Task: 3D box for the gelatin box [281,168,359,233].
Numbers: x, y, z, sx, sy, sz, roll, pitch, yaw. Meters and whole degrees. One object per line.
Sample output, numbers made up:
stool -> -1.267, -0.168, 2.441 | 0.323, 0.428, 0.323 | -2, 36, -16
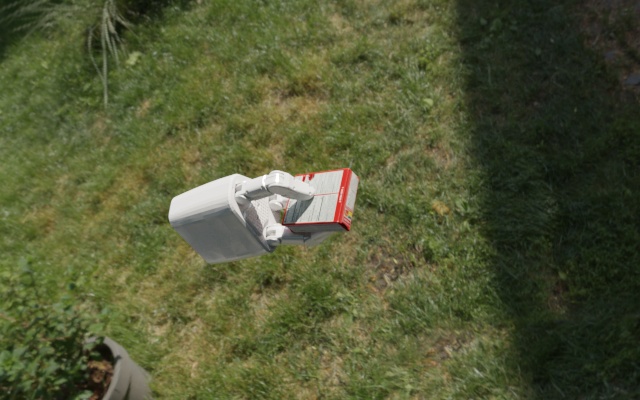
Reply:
gelatin box -> 0.000, 0.002, 0.598 | 0.089, 0.073, 0.030 | -5, -29, 35
